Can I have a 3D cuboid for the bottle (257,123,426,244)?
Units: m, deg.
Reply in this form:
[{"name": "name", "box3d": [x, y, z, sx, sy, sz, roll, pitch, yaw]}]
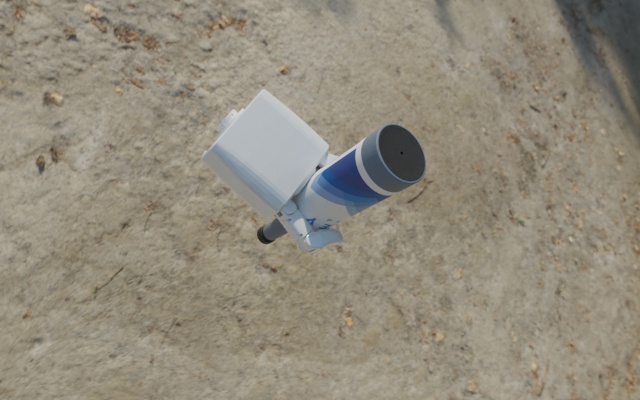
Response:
[{"name": "bottle", "box3d": [0.000, 0.002, 0.586, 0.069, 0.069, 0.296, 0, -20, -36]}]
